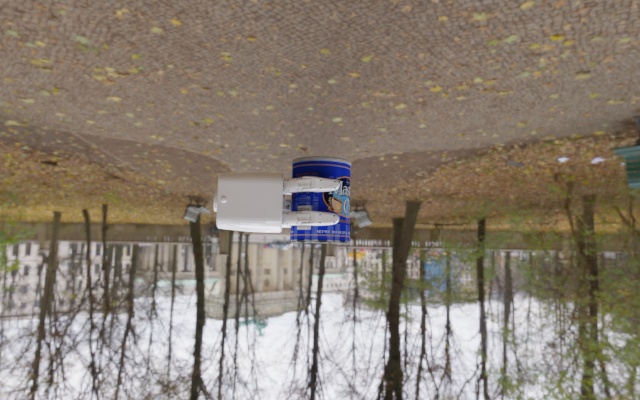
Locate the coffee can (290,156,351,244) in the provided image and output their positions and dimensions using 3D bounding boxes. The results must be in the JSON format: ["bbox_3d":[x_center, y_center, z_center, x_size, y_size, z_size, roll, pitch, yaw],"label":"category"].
[{"bbox_3d":[0.000,0.003,0.820,0.103,0.140,0.103,1,-6,0],"label":"coffee can"}]
